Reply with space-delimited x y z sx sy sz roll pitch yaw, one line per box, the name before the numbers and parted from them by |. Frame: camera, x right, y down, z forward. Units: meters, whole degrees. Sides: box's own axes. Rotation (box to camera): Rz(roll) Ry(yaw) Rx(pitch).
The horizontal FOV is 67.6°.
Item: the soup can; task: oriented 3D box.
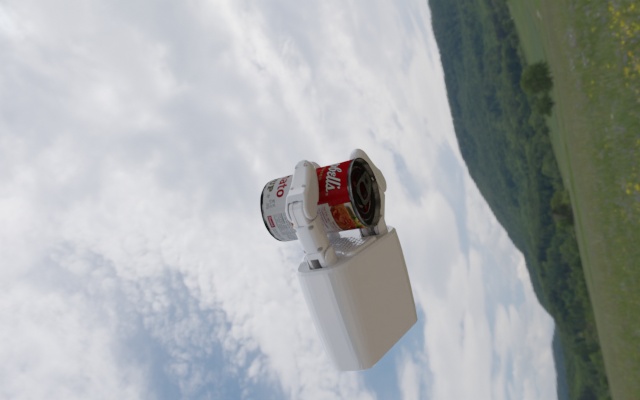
soup can | 0.000 0.001 0.474 0.102 0.068 0.068 -12 -6 28
